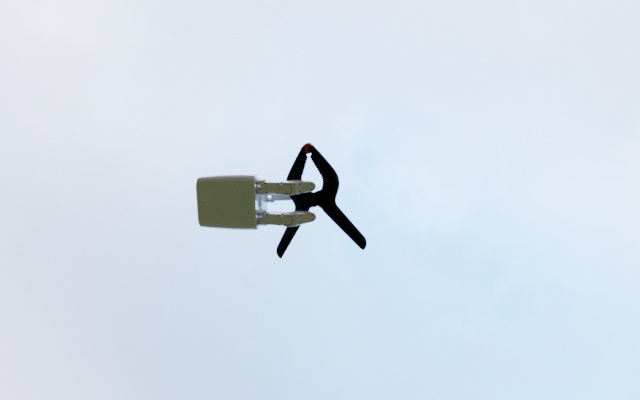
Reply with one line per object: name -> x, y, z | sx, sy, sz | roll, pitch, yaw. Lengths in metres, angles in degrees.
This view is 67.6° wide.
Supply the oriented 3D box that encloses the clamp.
clamp -> 0.000, 0.002, 0.852 | 0.164, 0.210, 0.036 | 0, 11, 3
